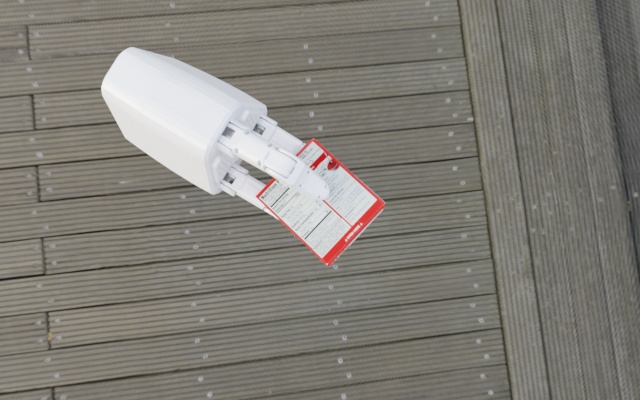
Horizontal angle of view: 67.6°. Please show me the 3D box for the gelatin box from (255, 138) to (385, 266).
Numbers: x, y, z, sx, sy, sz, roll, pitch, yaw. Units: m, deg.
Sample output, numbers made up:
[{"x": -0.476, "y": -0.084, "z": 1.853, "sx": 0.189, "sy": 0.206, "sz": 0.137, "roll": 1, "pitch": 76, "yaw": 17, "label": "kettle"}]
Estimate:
[{"x": 0.000, "y": 0.002, "z": 0.419, "sx": 0.089, "sy": 0.073, "sz": 0.030, "roll": 43, "pitch": -3, "yaw": 9, "label": "gelatin box"}]
